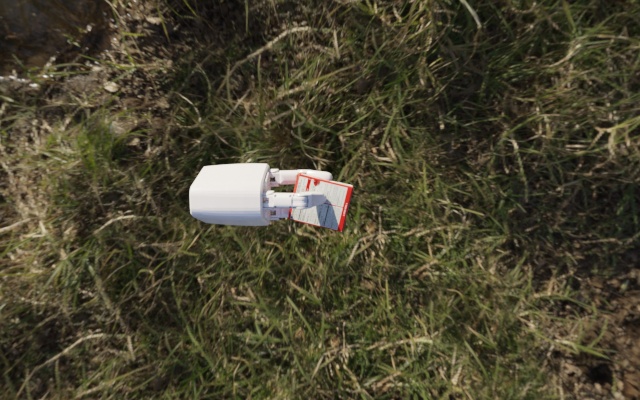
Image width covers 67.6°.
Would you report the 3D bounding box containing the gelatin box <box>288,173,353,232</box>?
[{"bbox_3d":[0.000,0.003,0.743,0.089,0.073,0.030,14,8,3],"label":"gelatin box"}]
